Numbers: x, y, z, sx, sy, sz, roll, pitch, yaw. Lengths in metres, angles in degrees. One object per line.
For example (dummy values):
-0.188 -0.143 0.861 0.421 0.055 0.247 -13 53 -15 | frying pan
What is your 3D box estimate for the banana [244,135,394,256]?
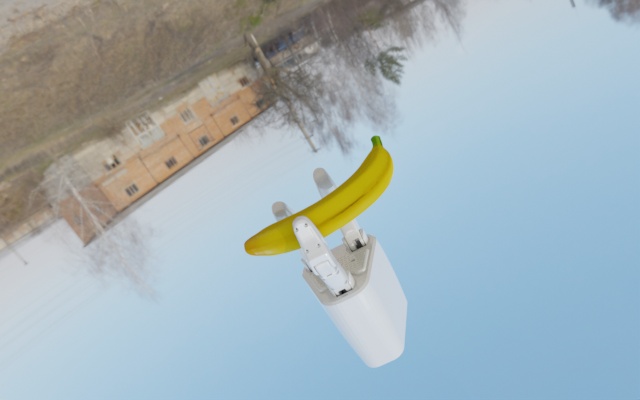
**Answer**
0.011 0.004 0.500 0.198 0.037 0.069 -38 28 -14 | banana
